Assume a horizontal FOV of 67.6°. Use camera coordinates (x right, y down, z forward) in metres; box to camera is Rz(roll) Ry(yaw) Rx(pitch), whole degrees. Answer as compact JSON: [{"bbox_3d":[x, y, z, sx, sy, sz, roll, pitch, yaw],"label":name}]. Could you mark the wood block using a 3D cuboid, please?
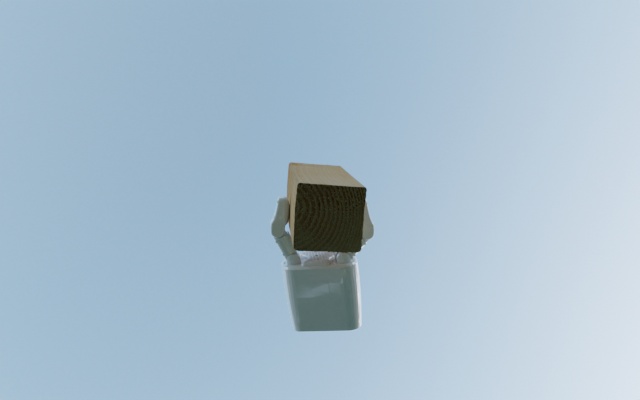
[{"bbox_3d":[0.000,0.003,0.703,0.091,0.090,0.206,3,11,-8],"label":"wood block"}]
